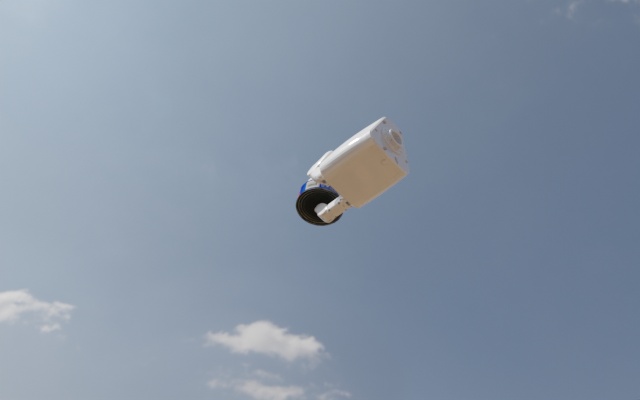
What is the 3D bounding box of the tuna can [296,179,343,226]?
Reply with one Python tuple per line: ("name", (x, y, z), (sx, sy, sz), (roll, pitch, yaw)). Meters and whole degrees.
("tuna can", (0.000, 0.002, 0.857), (0.086, 0.086, 0.033), (0, 38, 8))
